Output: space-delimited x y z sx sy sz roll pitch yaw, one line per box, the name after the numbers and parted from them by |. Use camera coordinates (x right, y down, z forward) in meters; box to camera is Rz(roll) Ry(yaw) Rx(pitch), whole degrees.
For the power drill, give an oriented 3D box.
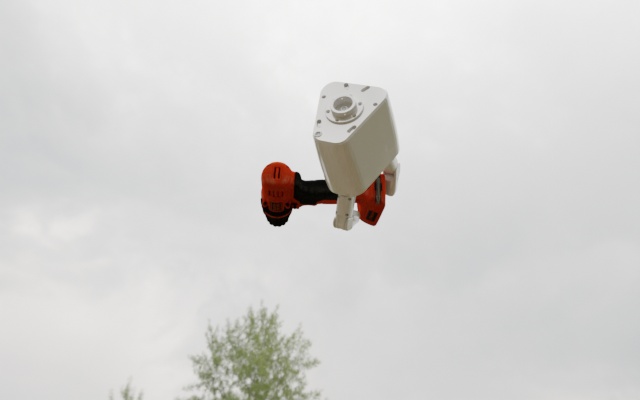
0.001 0.002 0.743 0.187 0.057 0.184 2 -21 -3 | power drill
